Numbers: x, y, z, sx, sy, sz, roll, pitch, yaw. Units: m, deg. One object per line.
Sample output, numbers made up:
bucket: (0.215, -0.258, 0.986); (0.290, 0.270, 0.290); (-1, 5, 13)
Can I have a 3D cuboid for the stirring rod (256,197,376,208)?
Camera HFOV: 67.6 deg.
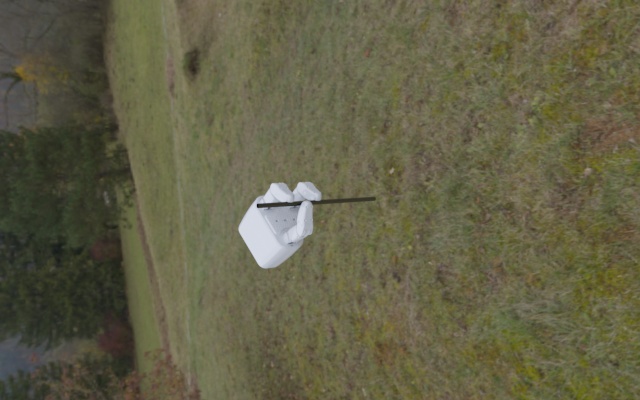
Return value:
stirring rod: (0.000, 0.003, 0.828); (0.239, 0.011, 0.011); (-3, 2, -33)
